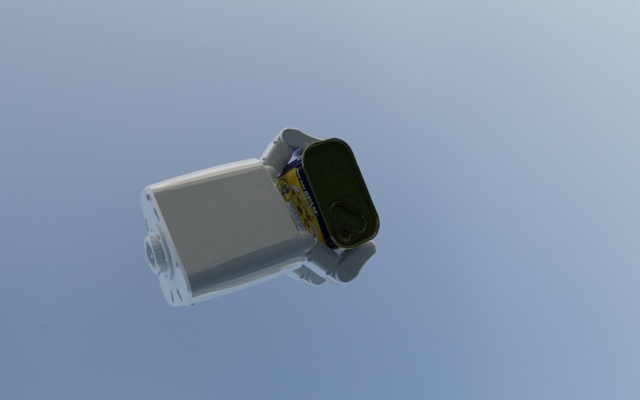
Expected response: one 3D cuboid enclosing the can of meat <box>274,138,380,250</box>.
[{"bbox_3d":[0.000,0.001,0.470,0.057,0.102,0.084,-21,-2,-33],"label":"can of meat"}]
